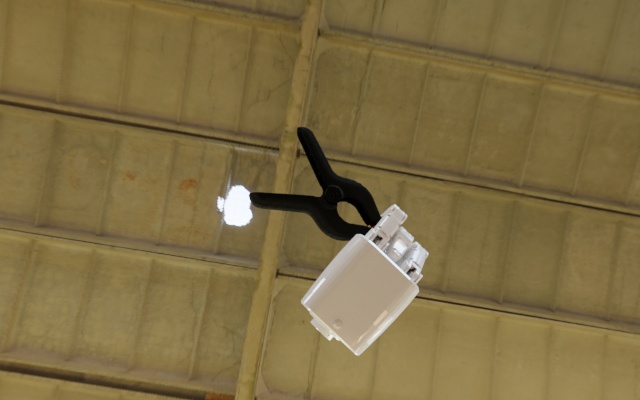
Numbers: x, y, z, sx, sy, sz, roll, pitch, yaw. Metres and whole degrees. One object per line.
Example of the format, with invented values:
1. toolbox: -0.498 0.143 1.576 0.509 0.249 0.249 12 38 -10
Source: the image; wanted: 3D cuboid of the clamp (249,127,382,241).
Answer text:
1. clamp: 0.000 0.002 0.593 0.171 0.120 0.039 42 -11 2
